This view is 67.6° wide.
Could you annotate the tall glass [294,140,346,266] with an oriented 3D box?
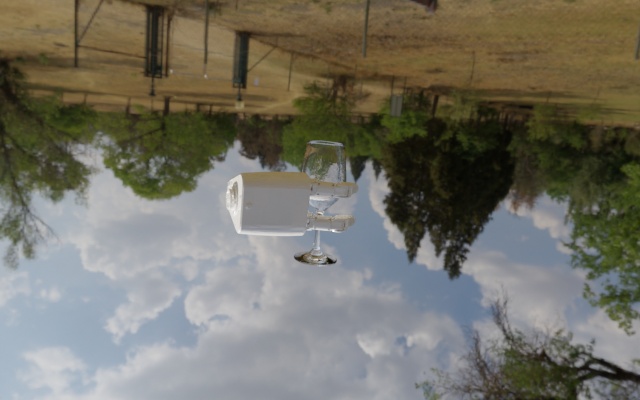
[{"bbox_3d":[0.000,0.003,0.797,0.079,0.201,0.079,5,11,-1],"label":"tall glass"}]
